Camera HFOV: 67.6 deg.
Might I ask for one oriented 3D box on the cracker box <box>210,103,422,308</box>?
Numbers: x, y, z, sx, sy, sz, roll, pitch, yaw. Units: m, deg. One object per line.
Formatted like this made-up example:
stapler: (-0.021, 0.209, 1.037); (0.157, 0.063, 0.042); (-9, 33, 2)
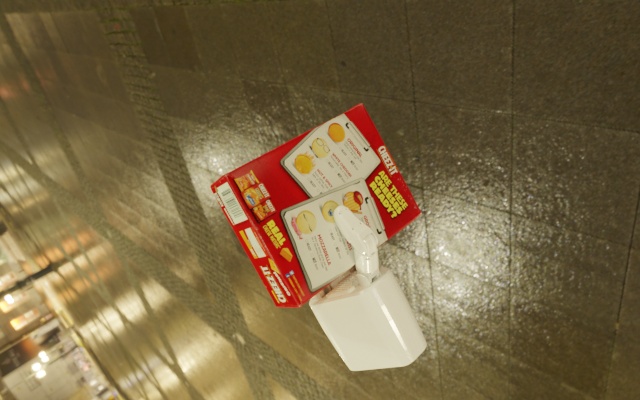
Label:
cracker box: (0.000, 0.002, 0.578); (0.213, 0.164, 0.072); (-33, 7, -32)
